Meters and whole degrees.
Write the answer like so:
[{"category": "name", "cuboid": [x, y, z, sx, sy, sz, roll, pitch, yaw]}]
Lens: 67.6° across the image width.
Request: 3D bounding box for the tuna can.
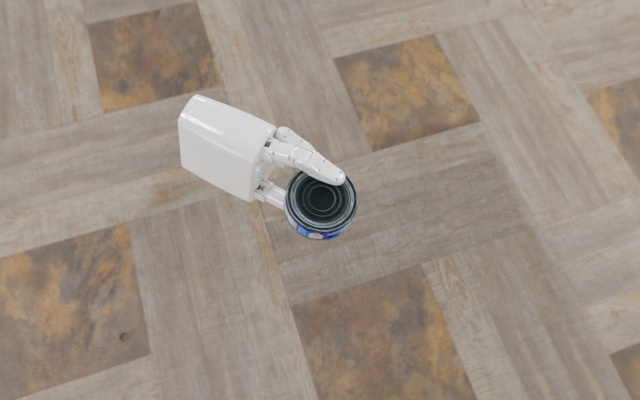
[{"category": "tuna can", "cuboid": [0.000, 0.002, 0.560, 0.086, 0.086, 0.034, 0, -20, -8]}]
